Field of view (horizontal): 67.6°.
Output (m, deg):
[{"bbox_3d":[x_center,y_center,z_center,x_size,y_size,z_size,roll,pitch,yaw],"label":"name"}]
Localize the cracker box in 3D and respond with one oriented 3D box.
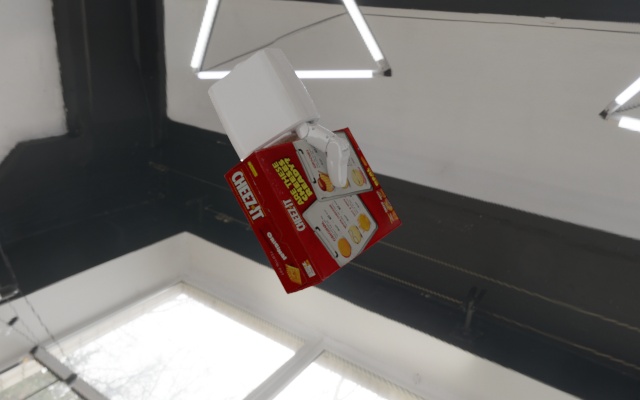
[{"bbox_3d":[0.000,0.002,0.624,0.072,0.164,0.213,-30,-3,37],"label":"cracker box"}]
